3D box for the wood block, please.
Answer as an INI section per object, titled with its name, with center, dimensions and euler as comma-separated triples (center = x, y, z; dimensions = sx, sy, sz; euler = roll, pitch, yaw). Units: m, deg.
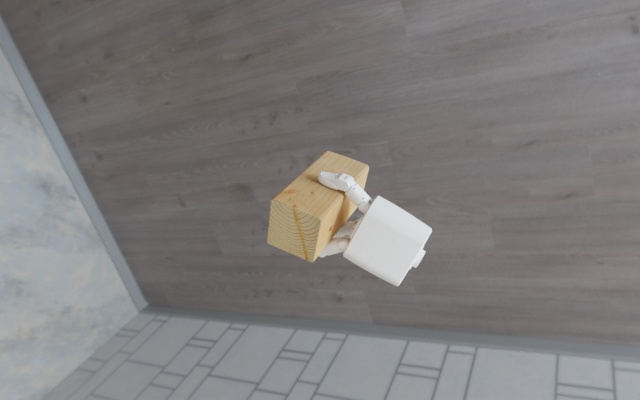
[wood block]
center = 0.000, 0.003, 0.833
dimensions = 0.090, 0.091, 0.206
euler = 22, 35, 16
